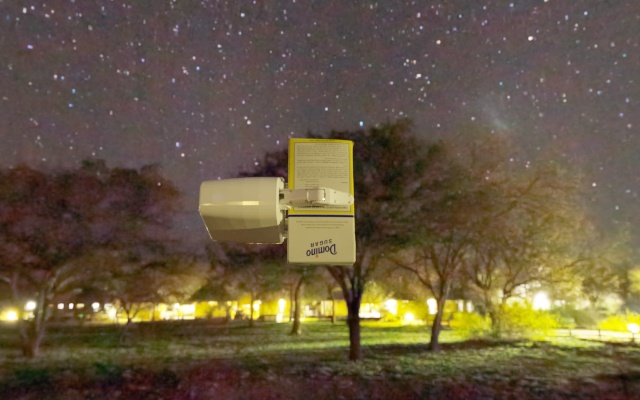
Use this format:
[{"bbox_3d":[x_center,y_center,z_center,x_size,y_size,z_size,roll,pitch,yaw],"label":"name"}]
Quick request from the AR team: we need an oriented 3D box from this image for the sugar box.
[{"bbox_3d":[0.000,0.002,0.672,0.093,0.176,0.048,1,-12,-3],"label":"sugar box"}]
